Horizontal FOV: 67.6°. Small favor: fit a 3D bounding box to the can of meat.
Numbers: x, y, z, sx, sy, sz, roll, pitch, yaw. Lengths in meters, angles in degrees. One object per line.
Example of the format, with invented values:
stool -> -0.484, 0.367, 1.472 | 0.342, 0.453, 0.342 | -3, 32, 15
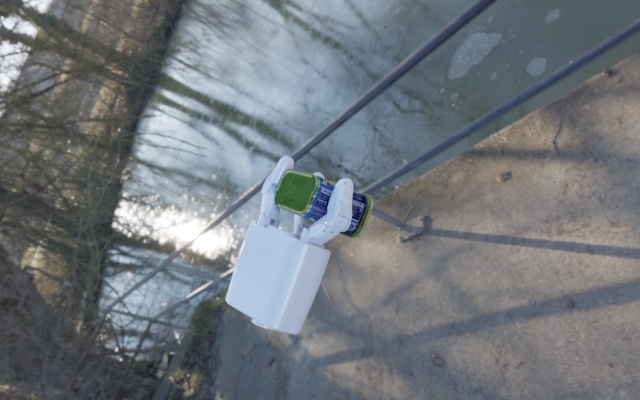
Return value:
can of meat -> 0.000, 0.002, 0.595 | 0.084, 0.057, 0.102 | 22, -3, -30
